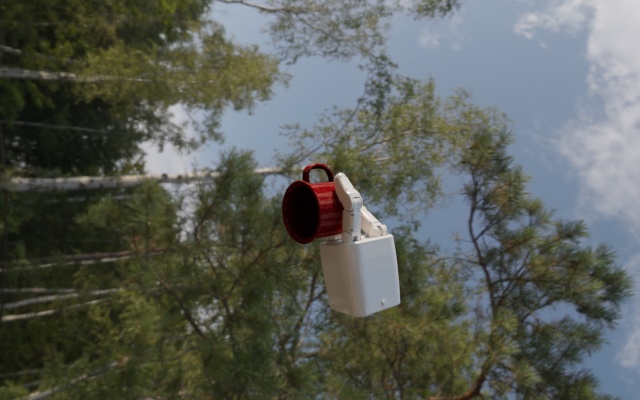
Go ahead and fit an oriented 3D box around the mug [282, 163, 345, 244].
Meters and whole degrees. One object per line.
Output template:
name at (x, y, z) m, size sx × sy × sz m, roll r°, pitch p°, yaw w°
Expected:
mug at (0.000, 0.001, 0.717) m, size 0.081 × 0.117 × 0.093 m, roll -6°, pitch -1°, yaw -39°
